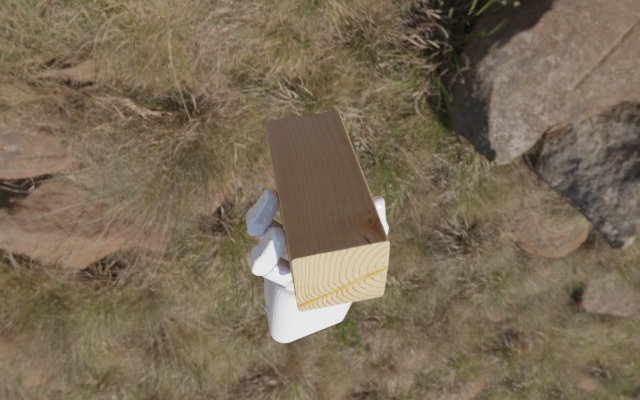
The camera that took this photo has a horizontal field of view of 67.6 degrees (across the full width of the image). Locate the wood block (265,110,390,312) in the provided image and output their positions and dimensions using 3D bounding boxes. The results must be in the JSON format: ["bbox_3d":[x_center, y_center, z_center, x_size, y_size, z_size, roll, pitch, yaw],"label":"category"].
[{"bbox_3d":[0.000,0.002,0.518,0.091,0.206,0.090,-10,-44,-7],"label":"wood block"}]
